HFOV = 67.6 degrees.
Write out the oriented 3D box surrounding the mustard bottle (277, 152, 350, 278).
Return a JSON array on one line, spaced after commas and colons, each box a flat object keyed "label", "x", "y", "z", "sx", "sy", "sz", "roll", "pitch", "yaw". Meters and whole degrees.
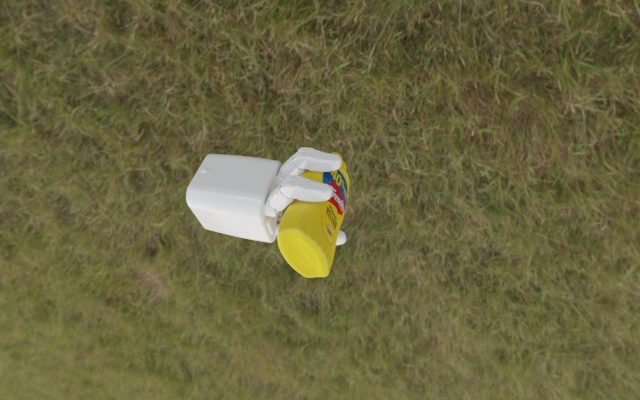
[{"label": "mustard bottle", "x": 0.000, "y": 0.002, "z": 0.645, "sx": 0.058, "sy": 0.191, "sz": 0.096, "roll": -8, "pitch": -48, "yaw": 26}]
